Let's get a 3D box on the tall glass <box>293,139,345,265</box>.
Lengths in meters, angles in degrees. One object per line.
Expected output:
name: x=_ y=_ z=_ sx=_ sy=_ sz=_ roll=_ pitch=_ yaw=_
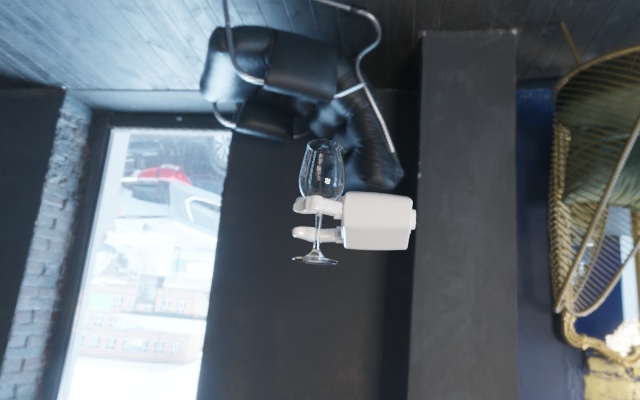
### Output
tall glass: x=0.000 y=0.003 z=0.797 sx=0.079 sy=0.201 sz=0.079 roll=4 pitch=-14 yaw=1
